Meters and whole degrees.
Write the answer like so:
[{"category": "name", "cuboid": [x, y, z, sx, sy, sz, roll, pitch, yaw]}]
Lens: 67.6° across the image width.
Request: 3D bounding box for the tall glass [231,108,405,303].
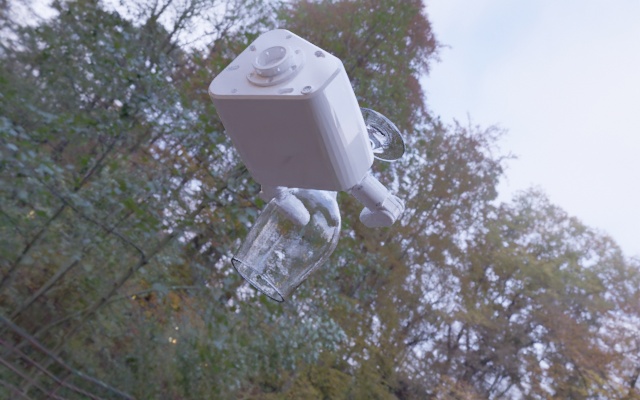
[{"category": "tall glass", "cuboid": [0.001, 0.001, 0.470, 0.079, 0.201, 0.079, 32, -23, 16]}]
